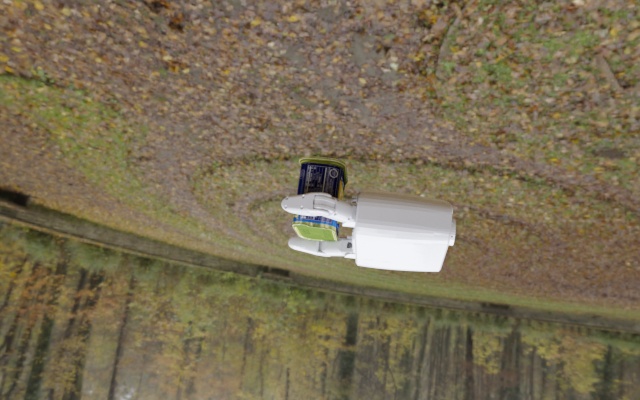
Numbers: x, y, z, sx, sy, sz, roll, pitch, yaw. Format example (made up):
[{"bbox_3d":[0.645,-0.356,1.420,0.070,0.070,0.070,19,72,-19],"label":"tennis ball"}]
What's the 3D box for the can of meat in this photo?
[{"bbox_3d":[0.000,0.002,0.593,0.057,0.084,0.102,6,-14,7],"label":"can of meat"}]
